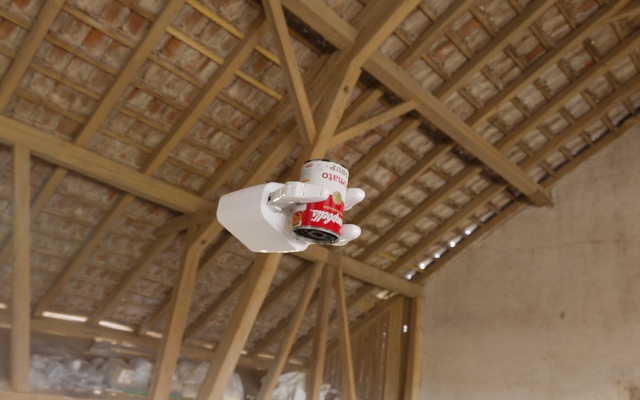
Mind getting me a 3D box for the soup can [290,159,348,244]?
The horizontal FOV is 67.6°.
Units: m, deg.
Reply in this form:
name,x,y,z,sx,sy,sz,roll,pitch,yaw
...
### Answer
name,x,y,z,sx,sy,sz,roll,pitch,yaw
soup can,0.000,0.002,0.660,0.068,0.102,0.068,8,-21,3
